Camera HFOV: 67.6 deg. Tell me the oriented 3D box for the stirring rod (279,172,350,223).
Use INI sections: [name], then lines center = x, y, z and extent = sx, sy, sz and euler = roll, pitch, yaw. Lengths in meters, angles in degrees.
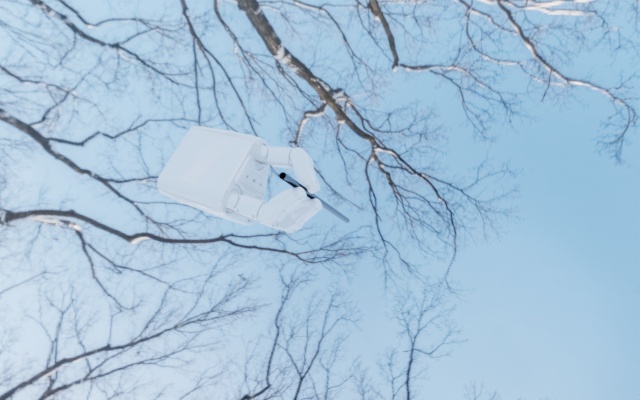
[stirring rod]
center = 0.000, 0.002, 0.623
extent = 0.011, 0.011, 0.239
euler = 0, -14, 20
